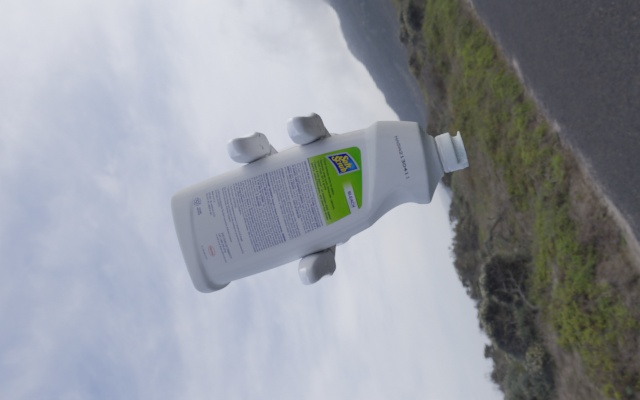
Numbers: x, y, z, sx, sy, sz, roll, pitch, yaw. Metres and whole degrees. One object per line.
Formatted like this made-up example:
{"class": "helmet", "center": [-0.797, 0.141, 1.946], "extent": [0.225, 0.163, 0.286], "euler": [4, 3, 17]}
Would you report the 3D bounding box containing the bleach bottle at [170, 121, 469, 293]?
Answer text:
{"class": "bleach bottle", "center": [0.000, 0.001, 0.410], "extent": [0.251, 0.102, 0.068], "euler": [-16, 1, 15]}
